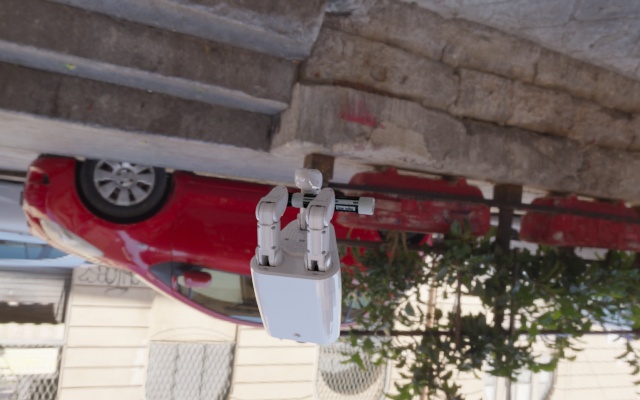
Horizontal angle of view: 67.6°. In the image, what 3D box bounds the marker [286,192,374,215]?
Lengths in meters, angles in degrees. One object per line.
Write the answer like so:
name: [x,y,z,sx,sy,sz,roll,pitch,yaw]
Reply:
marker: [0.000,0.002,0.542,0.121,0.020,0.020,4,1,14]
